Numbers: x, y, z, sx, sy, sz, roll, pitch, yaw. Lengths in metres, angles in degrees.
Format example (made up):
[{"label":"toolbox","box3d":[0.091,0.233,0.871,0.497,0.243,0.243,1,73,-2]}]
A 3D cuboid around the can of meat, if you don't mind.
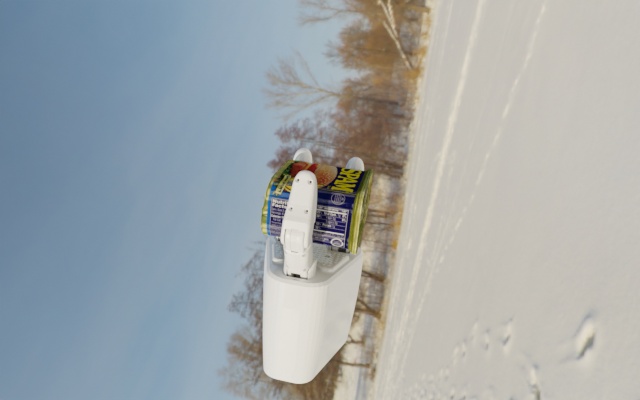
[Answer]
[{"label":"can of meat","box3d":[0.000,0.001,0.437,0.084,0.057,0.102,9,21,9]}]
